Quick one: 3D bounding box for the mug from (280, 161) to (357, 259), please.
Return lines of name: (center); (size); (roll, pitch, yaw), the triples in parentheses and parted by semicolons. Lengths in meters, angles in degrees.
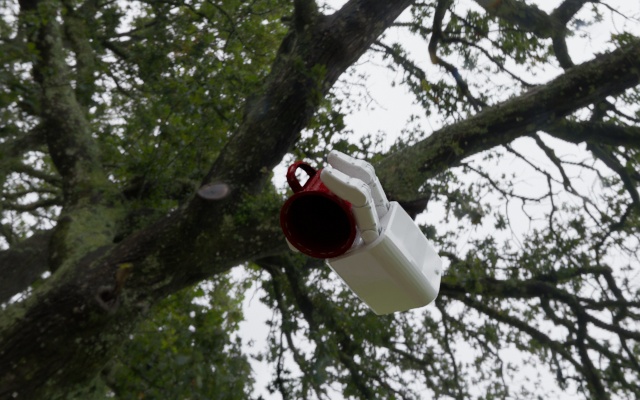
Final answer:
mug: (-0.001, 0.001, 0.585); (0.093, 0.117, 0.081); (-32, 15, 31)
